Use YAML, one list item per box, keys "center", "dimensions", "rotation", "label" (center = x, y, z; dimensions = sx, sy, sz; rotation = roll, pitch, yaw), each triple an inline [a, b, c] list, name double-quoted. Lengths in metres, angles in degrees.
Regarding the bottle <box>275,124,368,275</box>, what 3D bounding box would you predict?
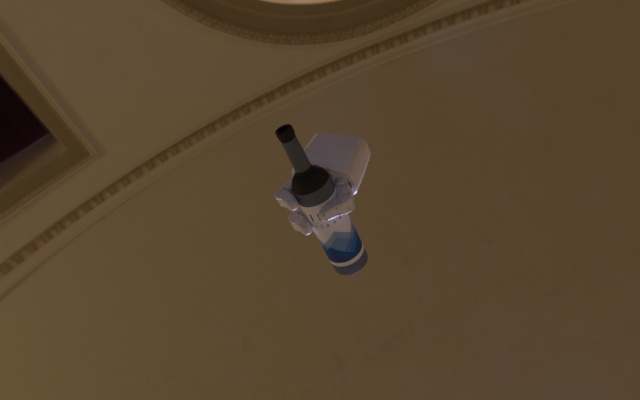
- center: [0.000, 0.003, 0.793]
  dimensions: [0.069, 0.296, 0.069]
  rotation: [-18, 35, 13]
  label: "bottle"
